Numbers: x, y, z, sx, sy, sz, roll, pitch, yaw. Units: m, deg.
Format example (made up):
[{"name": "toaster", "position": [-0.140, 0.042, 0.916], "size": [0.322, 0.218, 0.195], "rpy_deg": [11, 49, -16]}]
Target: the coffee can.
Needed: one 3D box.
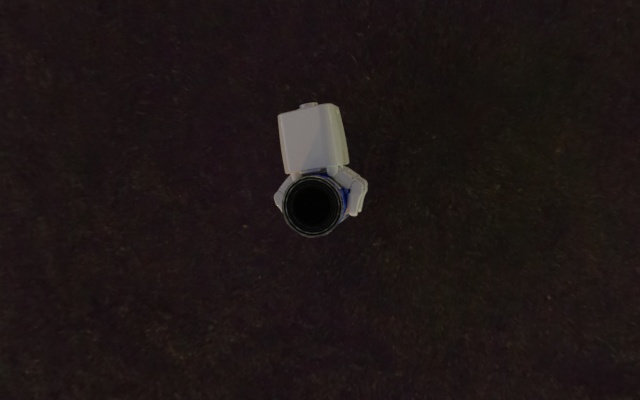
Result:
[{"name": "coffee can", "position": [0.000, 0.003, 0.843], "size": [0.103, 0.103, 0.140], "rpy_deg": [0, 6, 12]}]
